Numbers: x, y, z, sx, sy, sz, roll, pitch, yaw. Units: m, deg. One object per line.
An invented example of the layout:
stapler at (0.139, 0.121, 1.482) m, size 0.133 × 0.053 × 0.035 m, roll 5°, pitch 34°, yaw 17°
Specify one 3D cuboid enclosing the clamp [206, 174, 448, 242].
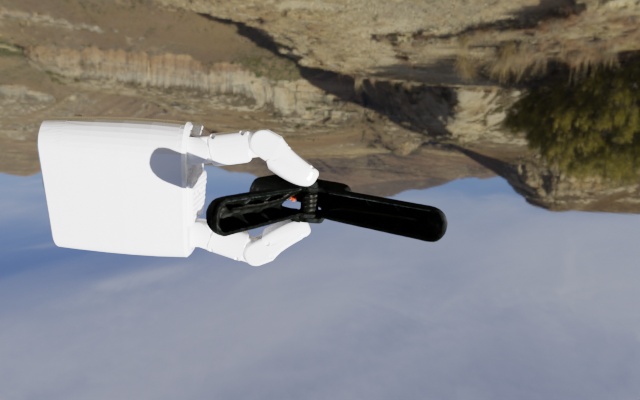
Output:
clamp at (0.000, 0.002, 0.404) m, size 0.164 × 0.036 × 0.210 m, roll 5°, pitch 8°, yaw -6°
